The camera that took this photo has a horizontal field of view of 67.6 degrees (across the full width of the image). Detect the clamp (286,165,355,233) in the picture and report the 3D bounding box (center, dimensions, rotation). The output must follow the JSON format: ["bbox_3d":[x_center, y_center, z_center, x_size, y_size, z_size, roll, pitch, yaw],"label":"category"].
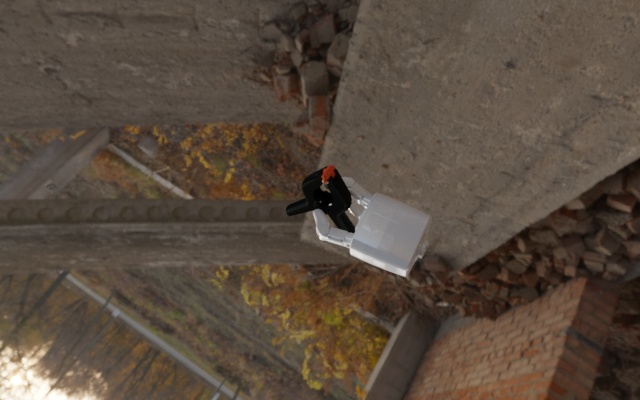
[{"bbox_3d":[0.000,0.003,0.874,0.164,0.036,0.210,20,-30,17],"label":"clamp"}]
